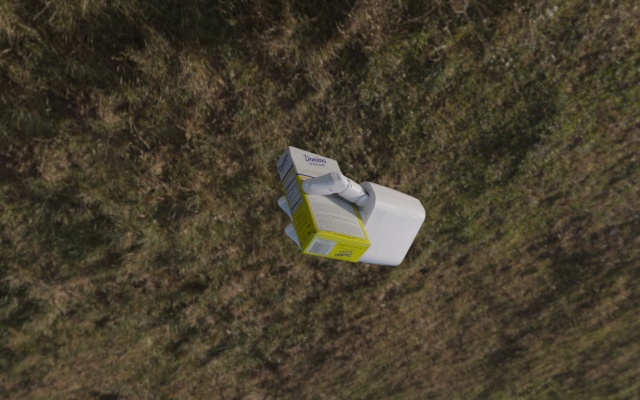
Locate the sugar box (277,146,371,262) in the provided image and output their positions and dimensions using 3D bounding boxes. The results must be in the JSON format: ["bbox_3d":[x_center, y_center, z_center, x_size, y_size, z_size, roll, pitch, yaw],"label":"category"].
[{"bbox_3d":[0.000,0.003,0.684,0.093,0.048,0.176,15,36,-31],"label":"sugar box"}]
